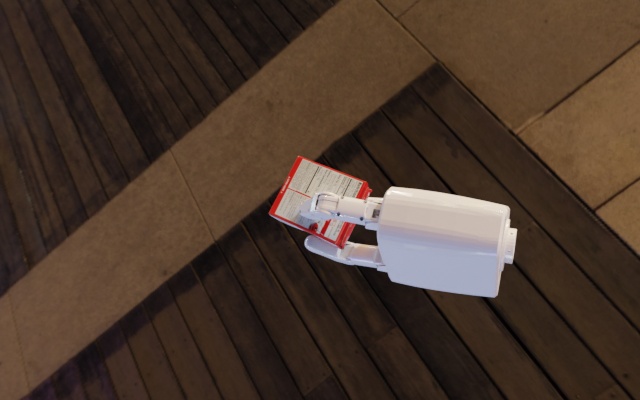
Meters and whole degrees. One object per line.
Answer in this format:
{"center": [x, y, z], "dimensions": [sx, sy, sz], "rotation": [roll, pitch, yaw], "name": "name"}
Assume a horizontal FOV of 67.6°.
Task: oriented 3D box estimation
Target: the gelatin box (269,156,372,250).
{"center": [0.000, 0.001, 0.515], "dimensions": [0.089, 0.073, 0.030], "rotation": [23, -9, 22], "name": "gelatin box"}
